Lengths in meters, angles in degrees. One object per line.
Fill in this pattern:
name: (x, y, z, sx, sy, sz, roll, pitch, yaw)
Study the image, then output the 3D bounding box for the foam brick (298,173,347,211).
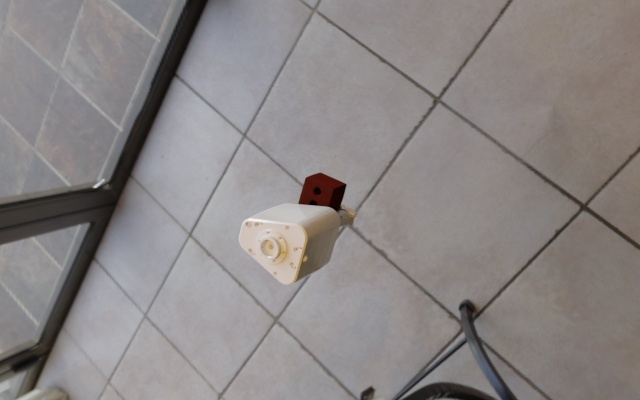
foam brick: (0.000, 0.002, 0.762, 0.053, 0.078, 0.051, 23, 19, 22)
